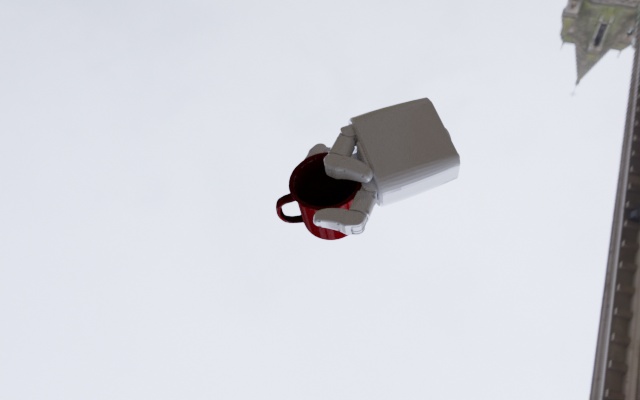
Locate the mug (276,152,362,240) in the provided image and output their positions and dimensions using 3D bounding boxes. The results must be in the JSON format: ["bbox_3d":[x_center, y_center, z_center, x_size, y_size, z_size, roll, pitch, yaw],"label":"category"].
[{"bbox_3d":[-0.001,0.003,0.619,0.117,0.093,0.082,-18,-38,-4],"label":"mug"}]
